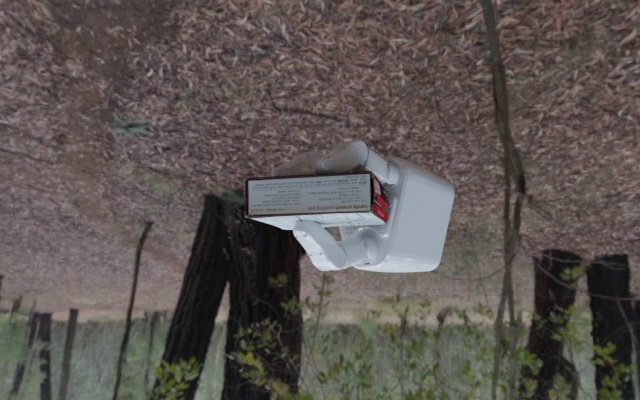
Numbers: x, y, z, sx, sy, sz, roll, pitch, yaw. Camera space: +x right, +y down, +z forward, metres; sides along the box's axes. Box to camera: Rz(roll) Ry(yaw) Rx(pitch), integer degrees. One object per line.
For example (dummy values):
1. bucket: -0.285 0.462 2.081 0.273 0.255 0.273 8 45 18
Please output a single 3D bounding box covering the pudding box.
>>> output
1. pudding box: 0.000 0.002 0.429 0.113 0.039 0.090 -4 -11 14
